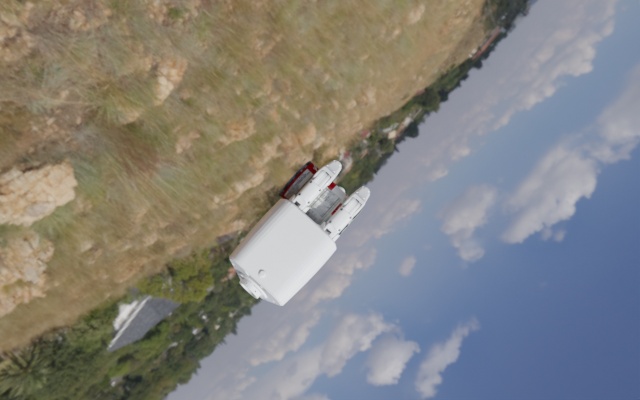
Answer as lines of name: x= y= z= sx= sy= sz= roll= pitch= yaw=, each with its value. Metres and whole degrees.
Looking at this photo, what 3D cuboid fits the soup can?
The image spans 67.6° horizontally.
soup can: x=0.001 y=0.002 z=0.681 sx=0.102 sy=0.068 sz=0.068 roll=42 pitch=2 yaw=2
